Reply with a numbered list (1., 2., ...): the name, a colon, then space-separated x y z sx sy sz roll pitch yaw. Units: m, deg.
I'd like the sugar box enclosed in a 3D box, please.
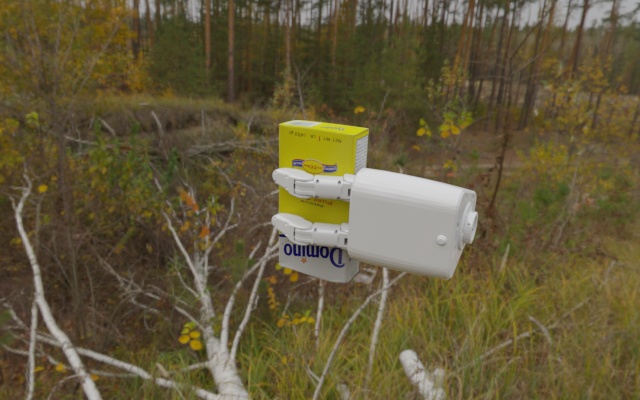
1. sugar box: 0.000 0.002 0.542 0.093 0.176 0.048 12 21 26
